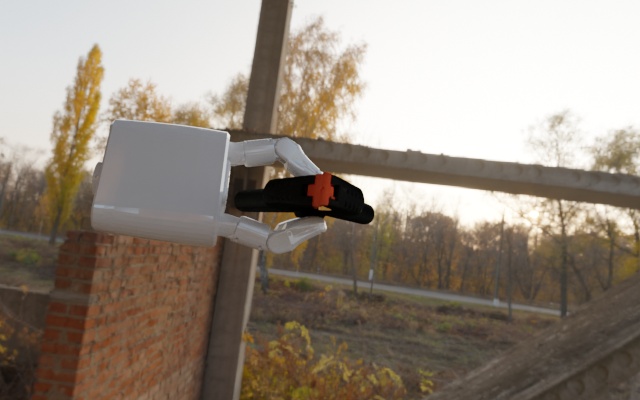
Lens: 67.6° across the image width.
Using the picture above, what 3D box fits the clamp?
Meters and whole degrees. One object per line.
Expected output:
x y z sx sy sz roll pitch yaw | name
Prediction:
0.000 0.001 0.480 0.164 0.036 0.210 6 -6 -12 | clamp
